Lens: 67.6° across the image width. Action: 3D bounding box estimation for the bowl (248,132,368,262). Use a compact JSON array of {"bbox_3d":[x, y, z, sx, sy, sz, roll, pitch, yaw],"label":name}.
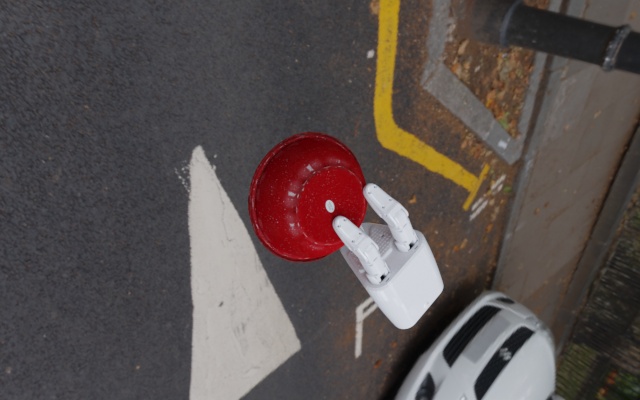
[{"bbox_3d":[-0.001,0.001,0.561,0.162,0.162,0.055,0,10,-30],"label":"bowl"}]
